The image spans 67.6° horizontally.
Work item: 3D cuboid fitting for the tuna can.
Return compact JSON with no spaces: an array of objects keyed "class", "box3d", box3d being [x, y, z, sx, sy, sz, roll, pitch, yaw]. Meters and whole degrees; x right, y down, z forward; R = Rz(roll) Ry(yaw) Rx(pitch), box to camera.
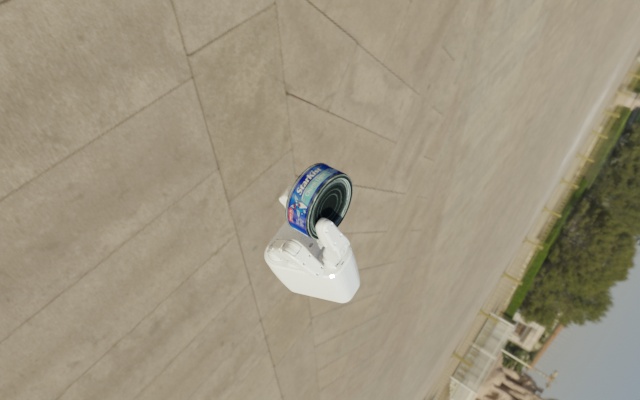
[{"class":"tuna can","box3d":[0.001,0.002,0.555,0.033,0.086,0.086,28,15,30]}]
